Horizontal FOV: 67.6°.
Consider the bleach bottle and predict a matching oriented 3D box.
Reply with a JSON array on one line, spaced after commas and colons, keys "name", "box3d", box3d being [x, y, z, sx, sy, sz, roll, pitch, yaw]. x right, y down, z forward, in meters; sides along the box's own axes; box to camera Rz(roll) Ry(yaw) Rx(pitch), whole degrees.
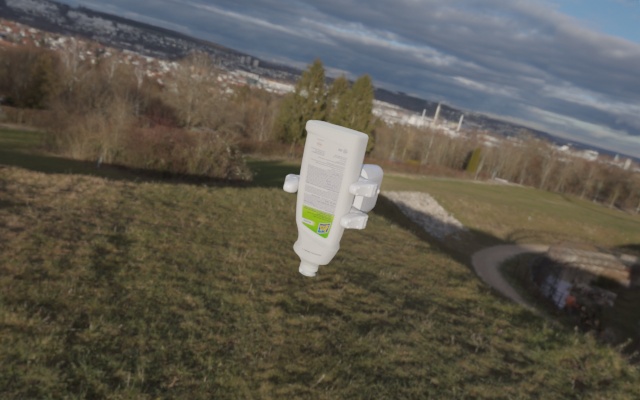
[{"name": "bleach bottle", "box3d": [0.000, 0.003, 0.786, 0.102, 0.251, 0.068, 20, 16, 21]}]
